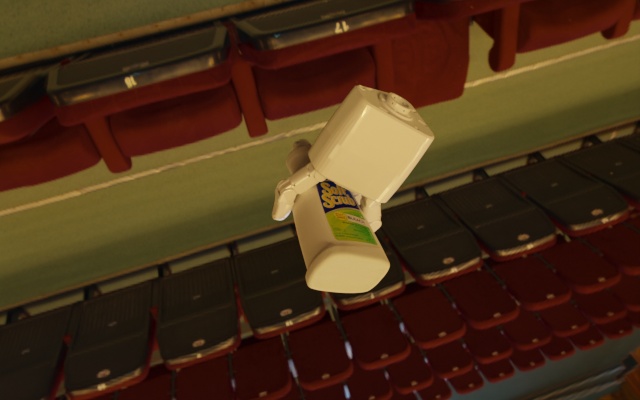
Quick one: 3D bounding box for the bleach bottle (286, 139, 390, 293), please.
[{"bbox_3d":[0.000,0.002,0.631,0.102,0.068,0.250,12,37,-33],"label":"bleach bottle"}]
